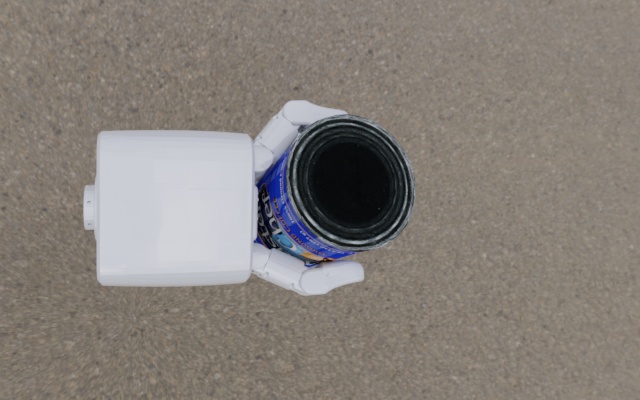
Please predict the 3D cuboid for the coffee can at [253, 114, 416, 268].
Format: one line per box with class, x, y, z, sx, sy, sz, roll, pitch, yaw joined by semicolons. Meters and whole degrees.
coffee can;0.000;0.001;0.405;0.103;0.102;0.140;0;-13;-21
